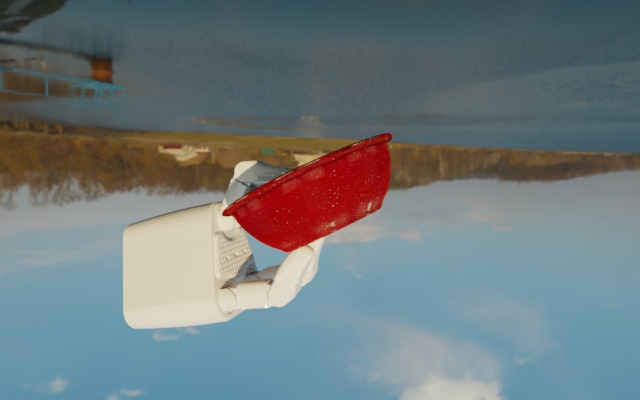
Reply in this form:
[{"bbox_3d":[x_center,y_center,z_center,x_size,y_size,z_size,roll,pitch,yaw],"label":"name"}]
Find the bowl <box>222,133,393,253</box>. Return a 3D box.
[{"bbox_3d":[0.001,0.001,0.414,0.162,0.055,0.162,-26,-2,-1],"label":"bowl"}]
